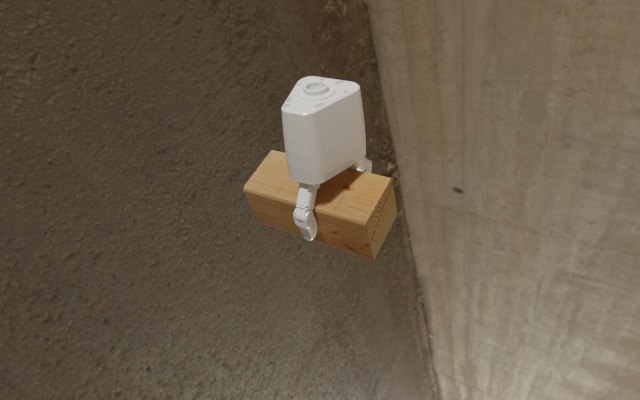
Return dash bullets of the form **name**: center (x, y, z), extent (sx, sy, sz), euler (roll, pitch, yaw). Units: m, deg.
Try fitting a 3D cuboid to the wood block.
- **wood block**: center (0.000, 0.002, 0.725), extent (0.206, 0.090, 0.090), euler (16, -34, 27)
